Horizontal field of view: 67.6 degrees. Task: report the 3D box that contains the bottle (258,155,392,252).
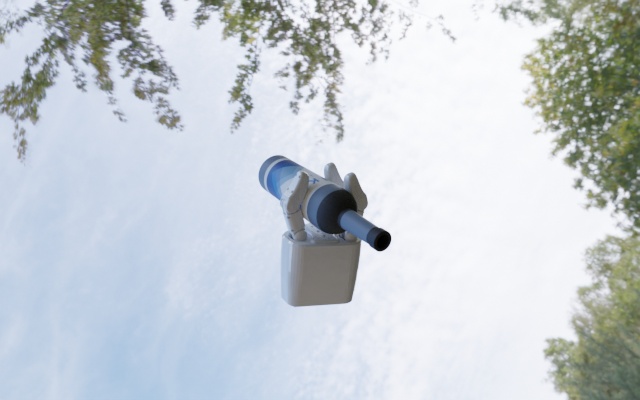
[{"bbox_3d":[0.000,0.002,0.691,0.069,0.069,0.295,0,19,-33],"label":"bottle"}]
